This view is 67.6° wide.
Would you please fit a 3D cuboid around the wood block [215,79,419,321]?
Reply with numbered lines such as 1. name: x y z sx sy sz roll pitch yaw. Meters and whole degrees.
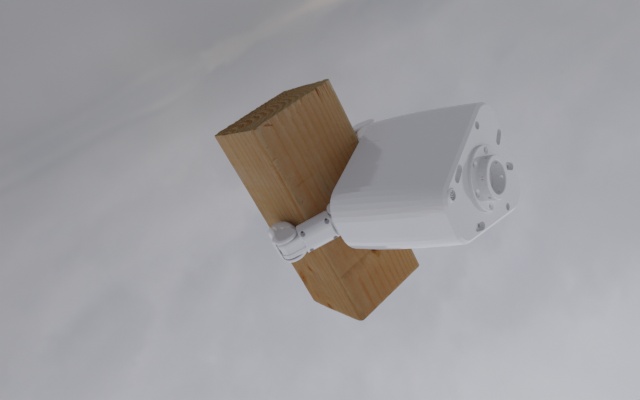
1. wood block: 0.000 0.002 0.462 0.091 0.206 0.090 -38 22 -24
